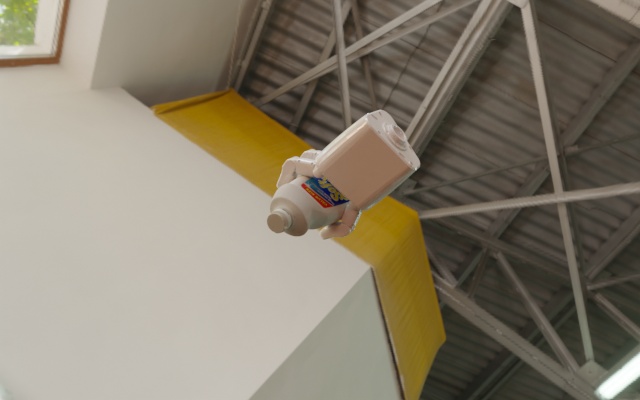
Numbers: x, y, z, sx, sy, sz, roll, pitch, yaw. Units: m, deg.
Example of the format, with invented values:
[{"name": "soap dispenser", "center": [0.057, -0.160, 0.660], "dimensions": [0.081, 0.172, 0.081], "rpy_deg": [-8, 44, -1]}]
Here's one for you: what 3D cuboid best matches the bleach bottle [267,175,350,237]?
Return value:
[{"name": "bleach bottle", "center": [0.000, 0.002, 0.750], "dimensions": [0.068, 0.102, 0.250], "rpy_deg": [-38, -3, 32]}]
